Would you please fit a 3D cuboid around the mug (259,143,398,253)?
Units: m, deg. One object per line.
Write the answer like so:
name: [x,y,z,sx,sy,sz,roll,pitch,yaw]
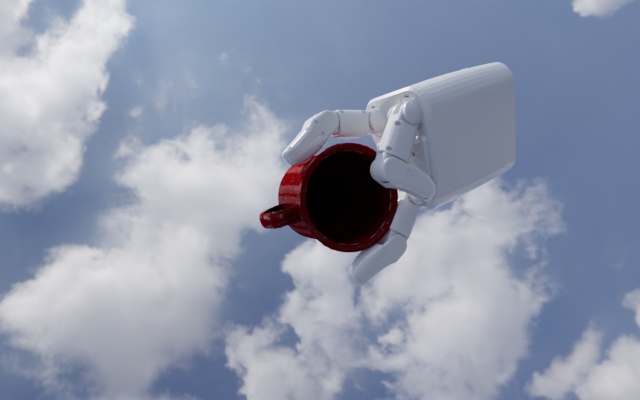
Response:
mug: [-0.001,0.002,0.433,0.117,0.093,0.081,-22,9,-21]
